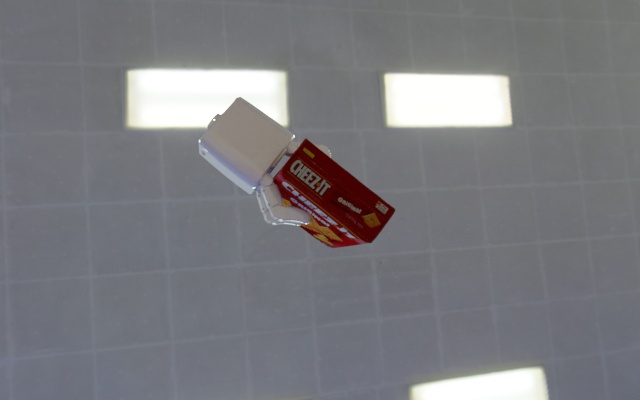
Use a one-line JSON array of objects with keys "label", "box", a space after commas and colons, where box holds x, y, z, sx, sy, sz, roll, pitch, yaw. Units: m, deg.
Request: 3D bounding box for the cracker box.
[{"label": "cracker box", "box": [0.000, 0.002, 0.756, 0.164, 0.072, 0.214, 38, -14, -6]}]
